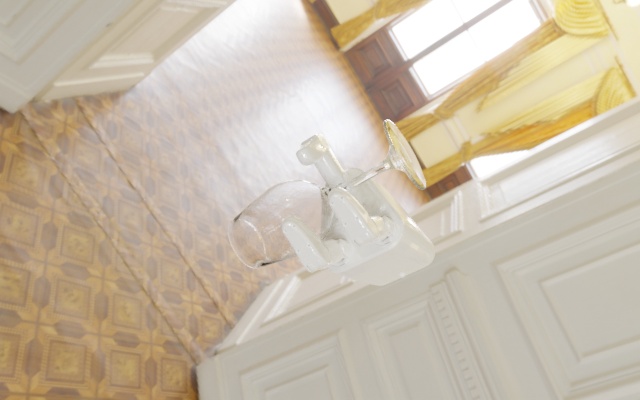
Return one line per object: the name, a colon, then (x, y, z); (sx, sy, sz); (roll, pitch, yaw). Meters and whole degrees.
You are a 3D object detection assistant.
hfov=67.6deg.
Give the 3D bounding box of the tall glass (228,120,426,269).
tall glass: (0.001, 0.001, 0.485); (0.201, 0.079, 0.079); (-29, -12, 22)
